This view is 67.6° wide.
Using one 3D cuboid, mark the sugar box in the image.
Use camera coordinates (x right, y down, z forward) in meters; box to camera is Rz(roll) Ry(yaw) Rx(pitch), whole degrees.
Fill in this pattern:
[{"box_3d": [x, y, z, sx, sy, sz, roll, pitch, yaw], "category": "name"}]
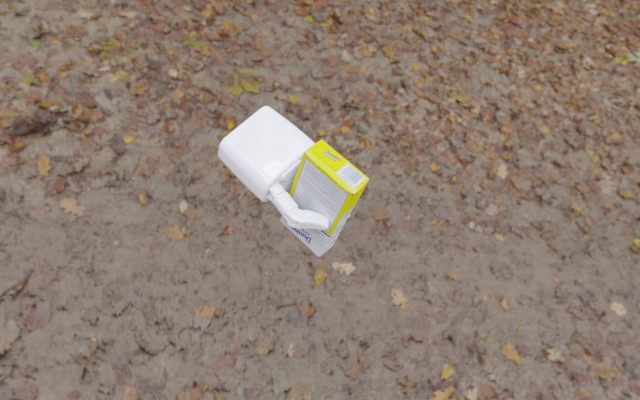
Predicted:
[{"box_3d": [0.000, 0.002, 0.719, 0.048, 0.093, 0.176, -39, -16, -34], "category": "sugar box"}]
